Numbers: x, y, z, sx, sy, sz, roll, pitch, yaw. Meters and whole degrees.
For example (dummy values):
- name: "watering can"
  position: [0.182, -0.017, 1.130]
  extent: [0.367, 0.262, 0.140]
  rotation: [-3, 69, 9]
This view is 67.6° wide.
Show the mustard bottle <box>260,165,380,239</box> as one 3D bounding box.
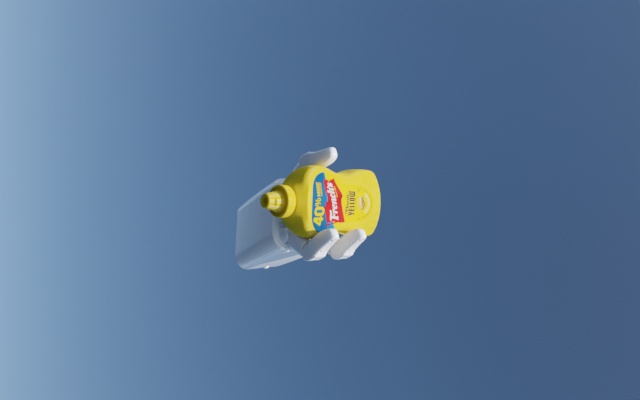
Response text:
- name: "mustard bottle"
  position: [0.001, 0.002, 0.636]
  extent: [0.191, 0.096, 0.058]
  rotation: [1, 2, -45]
